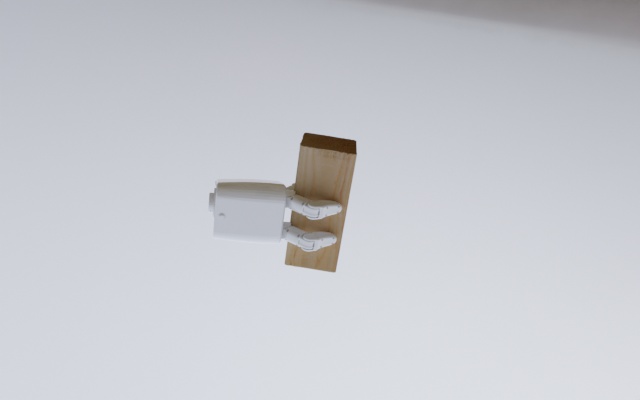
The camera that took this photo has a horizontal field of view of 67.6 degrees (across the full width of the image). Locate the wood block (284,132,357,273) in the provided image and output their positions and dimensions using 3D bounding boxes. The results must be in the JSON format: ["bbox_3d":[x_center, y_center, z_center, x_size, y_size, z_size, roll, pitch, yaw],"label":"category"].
[{"bbox_3d":[0.000,0.003,0.793,0.090,0.206,0.090,9,22,-1],"label":"wood block"}]
